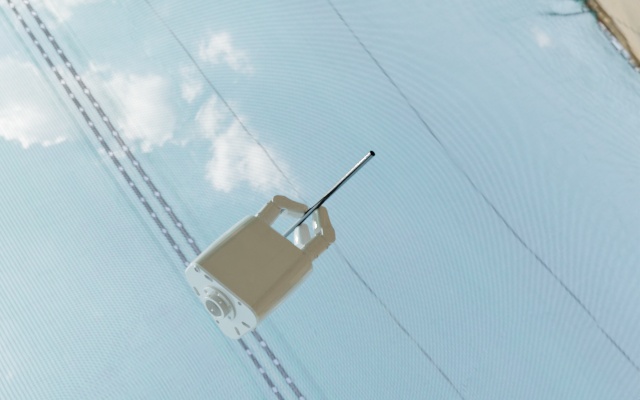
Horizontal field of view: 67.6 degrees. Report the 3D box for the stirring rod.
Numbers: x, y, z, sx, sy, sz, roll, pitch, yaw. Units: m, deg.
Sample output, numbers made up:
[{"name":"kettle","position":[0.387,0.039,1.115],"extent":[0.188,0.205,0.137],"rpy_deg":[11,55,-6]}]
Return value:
[{"name":"stirring rod","position":[0.000,0.002,0.637],"extent":[0.011,0.011,0.240],"rpy_deg":[0,-28,-34]}]
